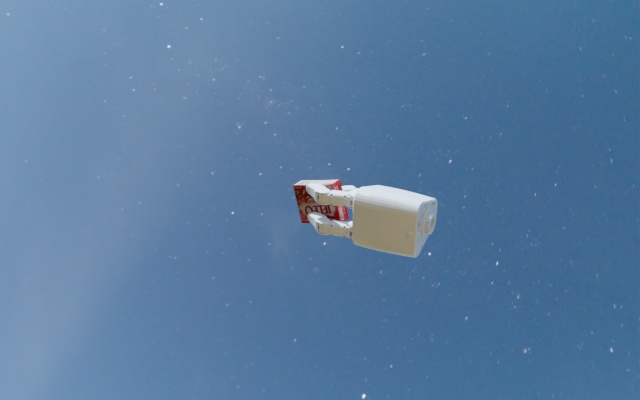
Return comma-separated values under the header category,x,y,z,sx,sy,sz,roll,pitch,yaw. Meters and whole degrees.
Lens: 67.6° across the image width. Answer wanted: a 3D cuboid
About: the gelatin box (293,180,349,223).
category,x,y,z,sx,sy,sz,roll,pitch,yaw
gelatin box,0.000,0.003,0.832,0.089,0.073,0.030,1,21,37
